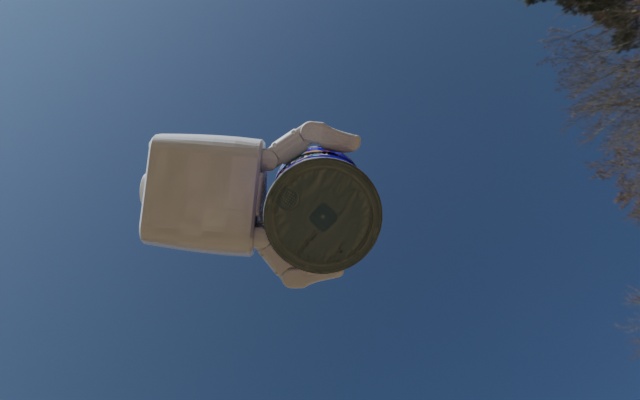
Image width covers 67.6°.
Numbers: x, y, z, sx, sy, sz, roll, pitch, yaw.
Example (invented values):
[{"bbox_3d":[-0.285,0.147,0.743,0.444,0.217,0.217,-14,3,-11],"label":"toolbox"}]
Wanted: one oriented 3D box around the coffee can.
[{"bbox_3d":[0.000,0.002,0.475,0.103,0.103,0.140,0,11,-2],"label":"coffee can"}]
